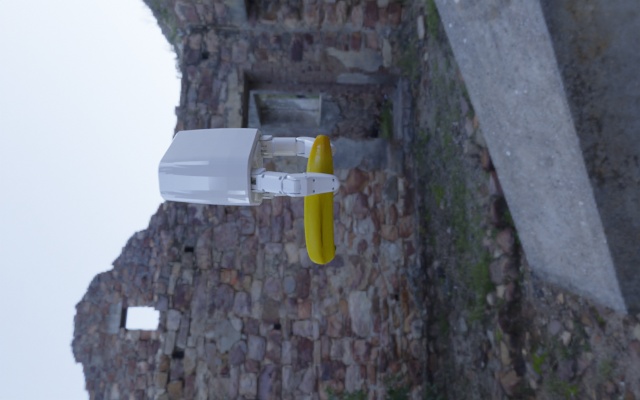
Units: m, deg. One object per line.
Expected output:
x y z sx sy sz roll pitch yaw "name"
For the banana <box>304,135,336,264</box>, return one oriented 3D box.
-0.001 0.017 0.596 0.037 0.198 0.069 0 41 4 "banana"
